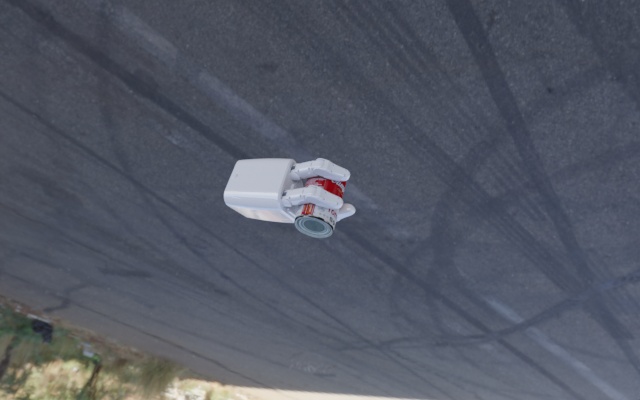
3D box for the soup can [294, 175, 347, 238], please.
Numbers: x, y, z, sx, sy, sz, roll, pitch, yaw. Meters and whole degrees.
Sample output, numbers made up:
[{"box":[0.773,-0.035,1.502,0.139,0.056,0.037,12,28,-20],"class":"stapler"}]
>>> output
[{"box":[0.001,0.003,0.797,0.068,0.102,0.068,12,-32,7],"class":"soup can"}]
